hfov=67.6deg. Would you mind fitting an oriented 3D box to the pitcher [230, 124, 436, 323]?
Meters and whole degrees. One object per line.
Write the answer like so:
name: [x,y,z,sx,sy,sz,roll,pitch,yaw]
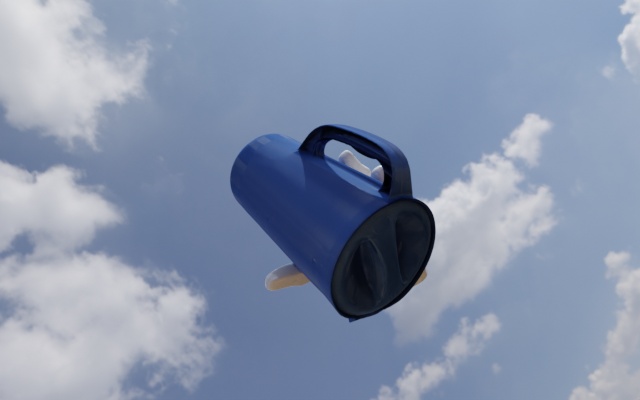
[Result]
pitcher: [0.000,0.002,0.531,0.242,0.149,0.145,36,-11,44]
